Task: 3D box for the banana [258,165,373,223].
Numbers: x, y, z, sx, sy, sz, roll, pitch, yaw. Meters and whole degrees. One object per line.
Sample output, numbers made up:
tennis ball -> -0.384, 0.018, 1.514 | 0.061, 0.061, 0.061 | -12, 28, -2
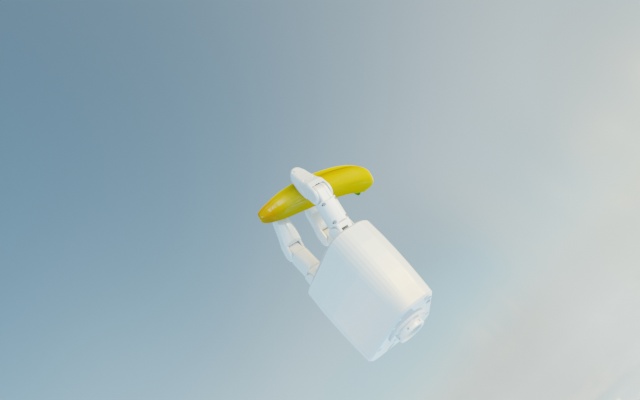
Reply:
banana -> 0.010, -0.012, 0.597 | 0.198, 0.070, 0.037 | -13, 52, -47
